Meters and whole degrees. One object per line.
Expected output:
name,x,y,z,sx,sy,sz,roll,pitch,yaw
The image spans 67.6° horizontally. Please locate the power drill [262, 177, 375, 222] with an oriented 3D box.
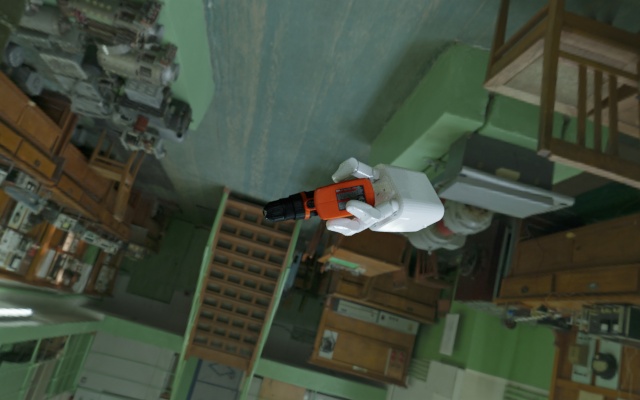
power drill,0.001,0.003,0.845,0.184,0.057,0.187,-13,3,-17
